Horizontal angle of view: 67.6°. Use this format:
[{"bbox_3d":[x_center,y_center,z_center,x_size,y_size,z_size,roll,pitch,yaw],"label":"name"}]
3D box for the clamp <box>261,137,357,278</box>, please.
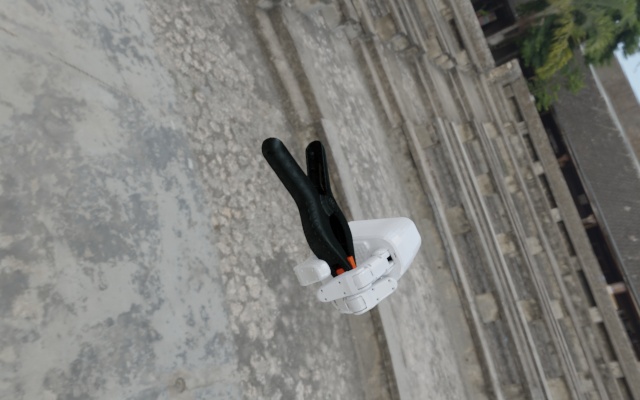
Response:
[{"bbox_3d":[0.001,0.002,0.544,0.039,0.171,0.120,-21,4,31],"label":"clamp"}]
